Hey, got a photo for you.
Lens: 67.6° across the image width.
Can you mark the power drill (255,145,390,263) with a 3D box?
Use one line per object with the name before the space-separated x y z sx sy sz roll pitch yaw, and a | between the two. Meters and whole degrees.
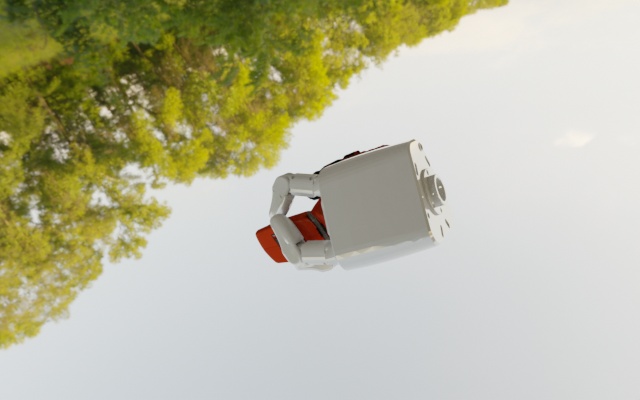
power drill | 0.000 0.002 0.633 0.184 0.057 0.187 -20 22 48
